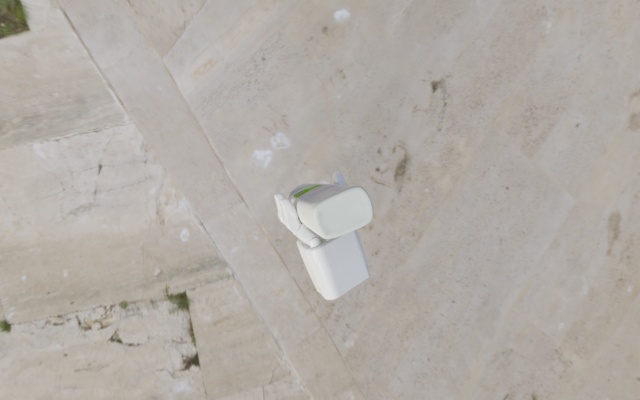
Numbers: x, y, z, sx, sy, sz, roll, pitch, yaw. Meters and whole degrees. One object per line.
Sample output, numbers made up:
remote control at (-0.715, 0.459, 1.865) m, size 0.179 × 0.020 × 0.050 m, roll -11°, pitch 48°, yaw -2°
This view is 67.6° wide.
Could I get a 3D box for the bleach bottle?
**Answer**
bleach bottle at (0.000, 0.003, 0.859) m, size 0.102 × 0.068 × 0.251 m, roll -23°, pitch 14°, yaw -12°
